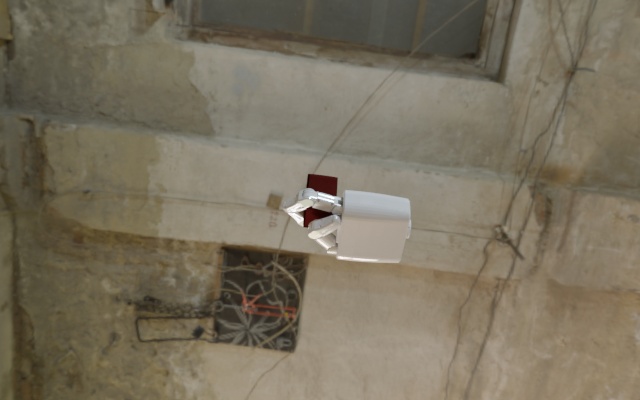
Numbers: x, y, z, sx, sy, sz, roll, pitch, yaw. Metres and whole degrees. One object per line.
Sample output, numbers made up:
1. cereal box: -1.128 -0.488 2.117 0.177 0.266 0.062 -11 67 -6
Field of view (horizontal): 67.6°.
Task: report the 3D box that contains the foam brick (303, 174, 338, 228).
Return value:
1. foam brick: 0.000 0.002 0.794 0.051 0.078 0.053 5 -40 1
